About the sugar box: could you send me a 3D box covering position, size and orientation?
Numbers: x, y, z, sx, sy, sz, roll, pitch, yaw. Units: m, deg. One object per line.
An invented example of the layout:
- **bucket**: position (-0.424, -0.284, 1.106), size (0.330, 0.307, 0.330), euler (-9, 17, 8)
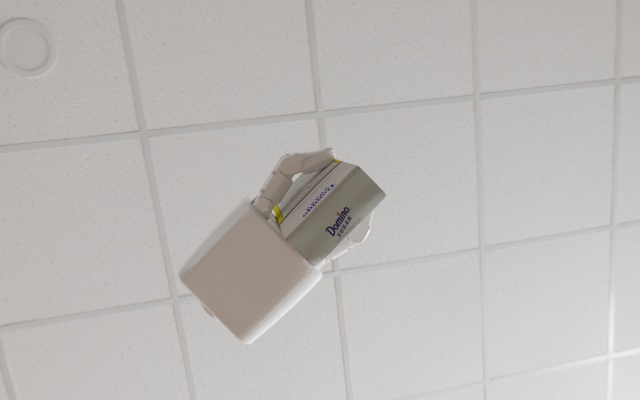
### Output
- **sugar box**: position (0.000, 0.002, 0.498), size (0.048, 0.093, 0.176), euler (45, 0, -15)
